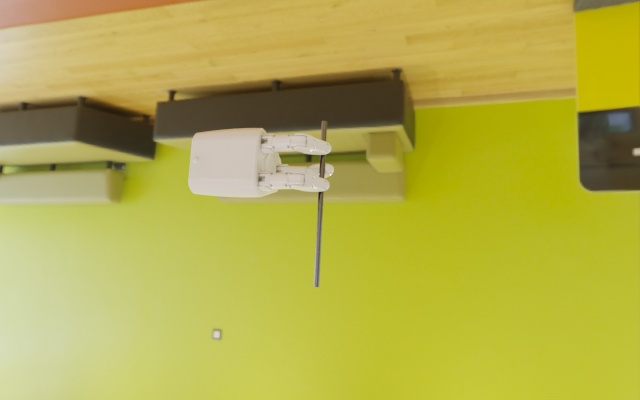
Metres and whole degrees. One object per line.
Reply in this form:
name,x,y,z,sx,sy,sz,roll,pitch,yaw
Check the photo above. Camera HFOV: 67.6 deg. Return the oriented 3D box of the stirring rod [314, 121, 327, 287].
stirring rod,0.000,0.002,0.684,0.011,0.239,0.011,3,-9,0
